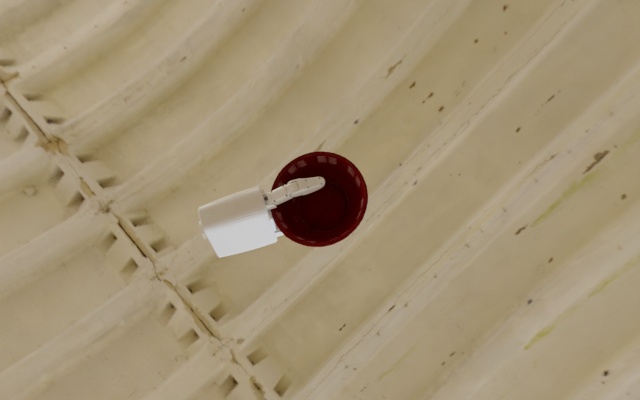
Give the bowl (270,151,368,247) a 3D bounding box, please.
[{"bbox_3d":[0.002,0.003,0.795,0.162,0.162,0.055,0,-16,10],"label":"bowl"}]
